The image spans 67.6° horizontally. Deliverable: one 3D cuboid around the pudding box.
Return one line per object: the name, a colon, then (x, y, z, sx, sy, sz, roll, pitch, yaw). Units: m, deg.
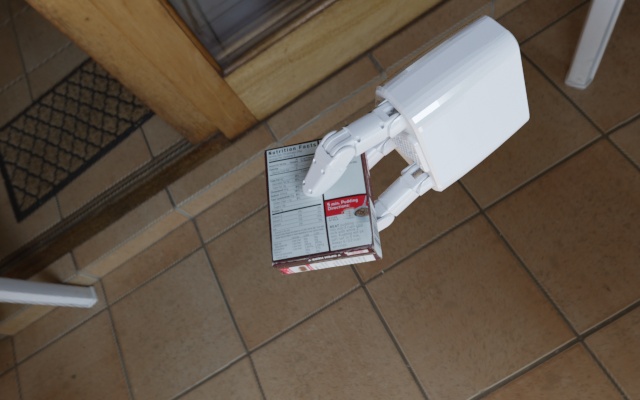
pudding box: (0.000, 0.001, 0.418, 0.090, 0.113, 0.039, -11, -26, 11)
